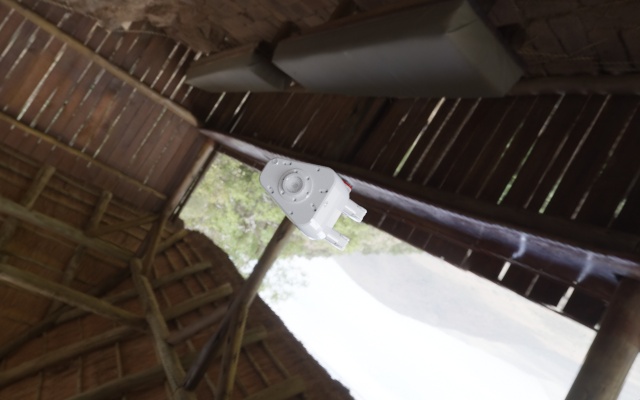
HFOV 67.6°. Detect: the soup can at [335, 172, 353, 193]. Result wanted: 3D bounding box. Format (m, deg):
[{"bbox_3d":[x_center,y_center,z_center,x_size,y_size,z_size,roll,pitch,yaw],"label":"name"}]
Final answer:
[{"bbox_3d":[0.000,0.003,0.797,0.068,0.102,0.068,31,-6,3],"label":"soup can"}]
